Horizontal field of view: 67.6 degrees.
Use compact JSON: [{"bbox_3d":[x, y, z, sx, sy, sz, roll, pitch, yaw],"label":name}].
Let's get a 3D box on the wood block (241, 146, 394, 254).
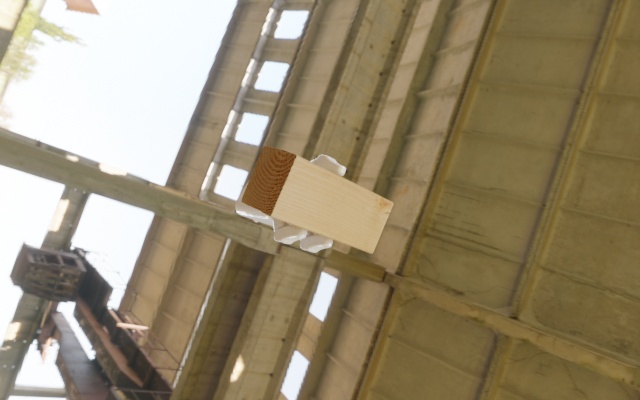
[{"bbox_3d":[0.000,0.002,0.720,0.206,0.091,0.090,23,-1,-39],"label":"wood block"}]
